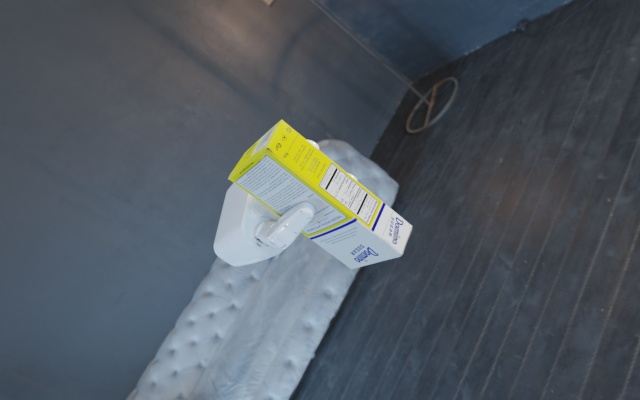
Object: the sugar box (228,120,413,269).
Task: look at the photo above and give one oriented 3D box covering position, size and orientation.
[{"bbox_3d":[0.000,0.001,0.497,0.176,0.048,0.093,36,-31,-18],"label":"sugar box"}]
